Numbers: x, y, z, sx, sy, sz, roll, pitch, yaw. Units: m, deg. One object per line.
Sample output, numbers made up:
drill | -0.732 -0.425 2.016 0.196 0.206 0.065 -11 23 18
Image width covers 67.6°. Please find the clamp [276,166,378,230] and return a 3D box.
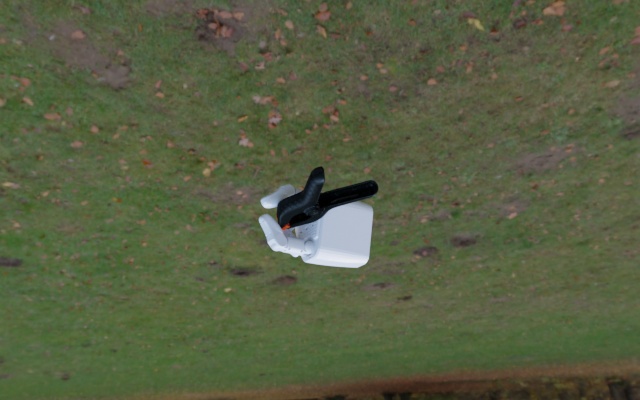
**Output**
clamp | 0.000 0.003 0.710 0.120 0.039 0.171 13 -29 -31
